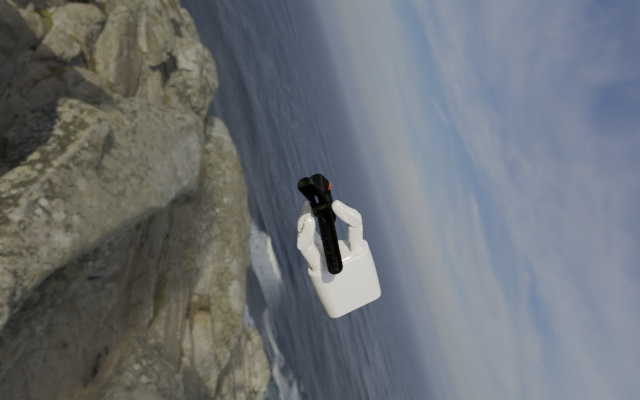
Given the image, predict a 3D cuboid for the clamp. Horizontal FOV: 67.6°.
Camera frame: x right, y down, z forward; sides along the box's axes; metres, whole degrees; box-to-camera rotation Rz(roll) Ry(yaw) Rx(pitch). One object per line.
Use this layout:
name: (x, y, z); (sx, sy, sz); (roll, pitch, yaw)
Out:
clamp: (0.001, 0.002, 0.802); (0.036, 0.165, 0.210); (-16, 27, 7)
